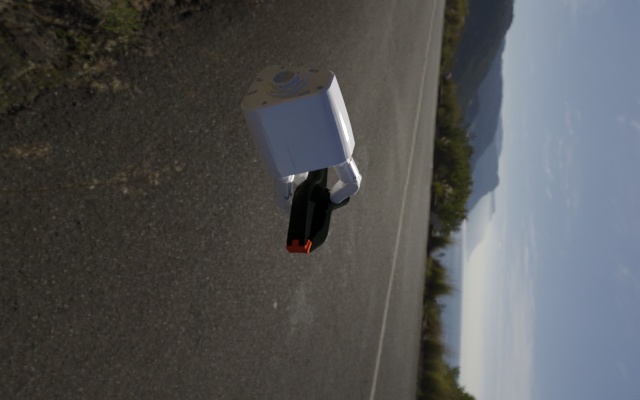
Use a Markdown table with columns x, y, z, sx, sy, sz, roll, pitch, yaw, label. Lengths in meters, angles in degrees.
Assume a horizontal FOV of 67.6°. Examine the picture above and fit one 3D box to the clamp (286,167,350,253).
| x | y | z | sx | sy | sz | roll | pitch | yaw | label |
| --- | --- | --- | --- | --- | --- | --- | --- | --- | --- |
| 0.001 | 0.002 | 0.682 | 0.036 | 0.209 | 0.165 | -2 | -43 | 21 | clamp |
